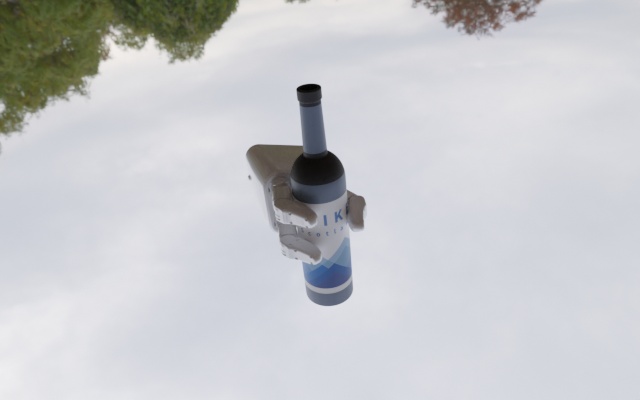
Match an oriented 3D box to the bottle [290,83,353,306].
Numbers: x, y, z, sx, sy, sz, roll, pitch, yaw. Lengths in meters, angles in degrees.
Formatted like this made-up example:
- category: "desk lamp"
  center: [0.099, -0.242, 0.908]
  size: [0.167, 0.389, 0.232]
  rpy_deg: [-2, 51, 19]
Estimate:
- category: "bottle"
  center: [0.000, 0.002, 0.592]
  size: [0.069, 0.296, 0.069]
  rpy_deg: [-4, 33, 3]
